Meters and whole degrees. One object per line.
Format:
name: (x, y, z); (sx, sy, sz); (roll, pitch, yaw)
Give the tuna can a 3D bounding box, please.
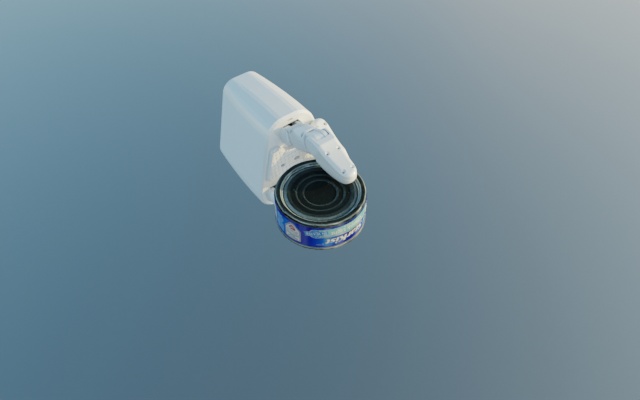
tuna can: (0.000, 0.001, 0.441); (0.086, 0.086, 0.034); (0, -42, 0)
